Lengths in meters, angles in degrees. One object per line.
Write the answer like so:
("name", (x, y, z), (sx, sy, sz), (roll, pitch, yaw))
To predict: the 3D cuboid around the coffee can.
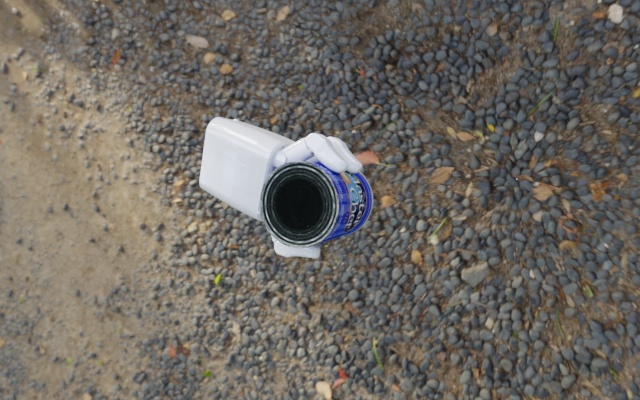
("coffee can", (0.000, 0.002, 0.620), (0.103, 0.103, 0.140), (0, 2, 22))
